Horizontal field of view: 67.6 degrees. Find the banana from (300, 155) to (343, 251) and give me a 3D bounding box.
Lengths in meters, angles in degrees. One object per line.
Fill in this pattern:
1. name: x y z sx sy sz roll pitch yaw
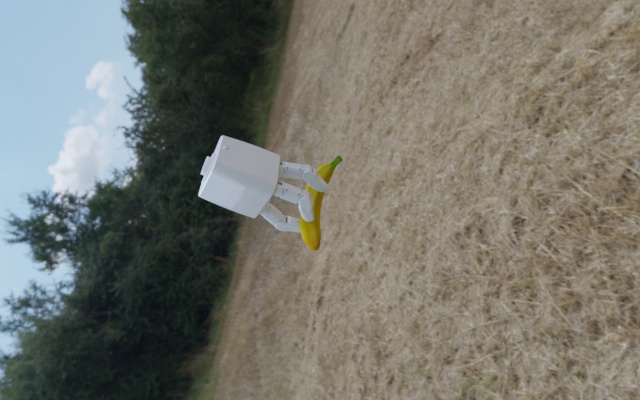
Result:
1. banana: -0.009 0.006 0.870 0.037 0.197 0.070 26 -31 -21
